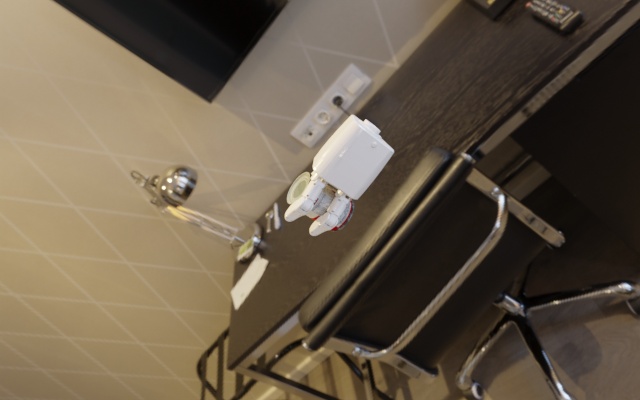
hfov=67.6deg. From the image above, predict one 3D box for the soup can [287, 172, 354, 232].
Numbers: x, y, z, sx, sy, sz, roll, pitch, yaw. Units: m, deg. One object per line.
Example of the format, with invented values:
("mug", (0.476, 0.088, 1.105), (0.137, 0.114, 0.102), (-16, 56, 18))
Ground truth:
("soup can", (0.000, 0.003, 0.848), (0.102, 0.068, 0.068), (33, -16, -26))
